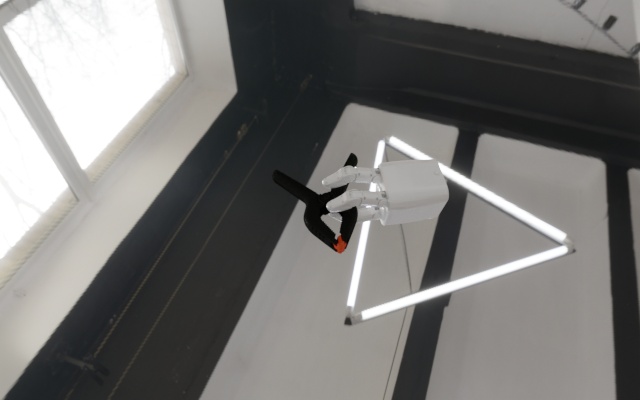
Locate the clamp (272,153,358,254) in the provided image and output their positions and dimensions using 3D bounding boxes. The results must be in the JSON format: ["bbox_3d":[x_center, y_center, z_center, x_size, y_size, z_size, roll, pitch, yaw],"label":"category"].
[{"bbox_3d":[0.000,0.004,0.850,0.164,0.209,0.036,-8,-39,-1],"label":"clamp"}]
